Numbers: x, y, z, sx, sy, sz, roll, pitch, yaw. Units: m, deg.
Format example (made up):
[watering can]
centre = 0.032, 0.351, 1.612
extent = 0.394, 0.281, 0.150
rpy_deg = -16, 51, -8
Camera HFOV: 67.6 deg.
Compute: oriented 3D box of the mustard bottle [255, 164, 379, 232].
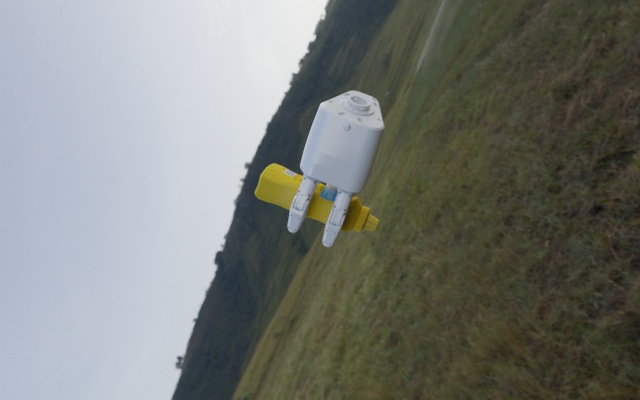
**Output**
[mustard bottle]
centre = 0.000, 0.003, 0.746
extent = 0.191, 0.058, 0.096
rpy_deg = 22, 12, 5
